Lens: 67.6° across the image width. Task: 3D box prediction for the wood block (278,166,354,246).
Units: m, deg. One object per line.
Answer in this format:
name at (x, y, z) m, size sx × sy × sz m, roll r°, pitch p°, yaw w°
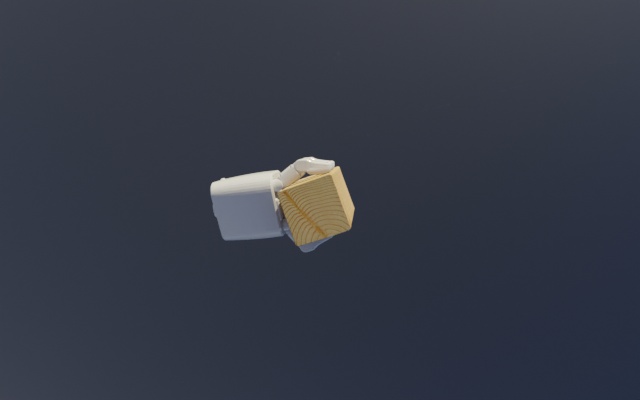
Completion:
wood block at (0.000, 0.003, 0.814) m, size 0.090 × 0.091 × 0.206 m, roll -19°, pitch 6°, yaw 8°
